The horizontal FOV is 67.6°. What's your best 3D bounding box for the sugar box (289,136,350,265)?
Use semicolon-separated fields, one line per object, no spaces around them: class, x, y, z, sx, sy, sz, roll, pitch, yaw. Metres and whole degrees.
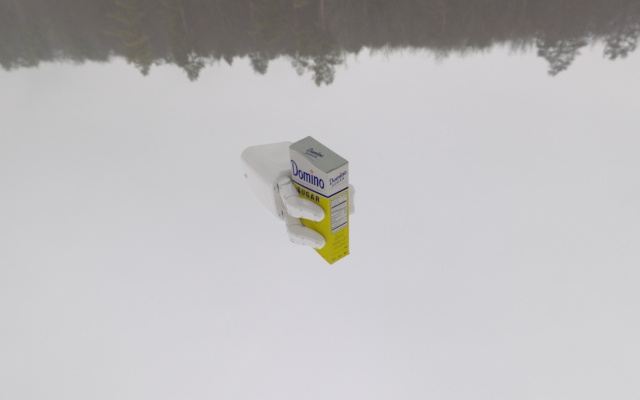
sugar box;0.000;0.003;0.709;0.048;0.176;0.093;-29;45;-25
